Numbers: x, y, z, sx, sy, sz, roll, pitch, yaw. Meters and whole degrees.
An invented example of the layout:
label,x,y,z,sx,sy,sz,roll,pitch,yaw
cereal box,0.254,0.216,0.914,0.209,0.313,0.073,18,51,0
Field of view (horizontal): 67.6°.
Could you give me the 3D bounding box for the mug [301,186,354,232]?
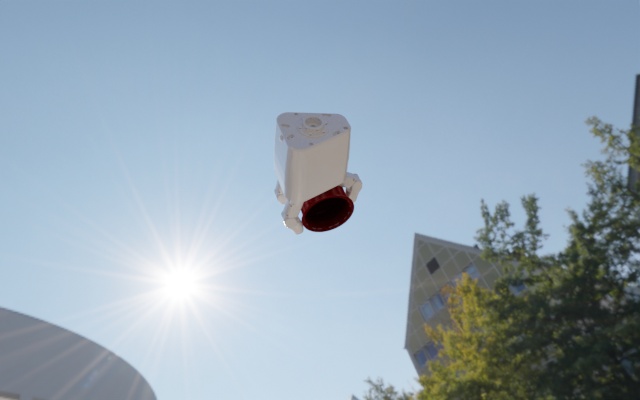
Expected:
label,x,y,z,sx,sy,sz,roll,pitch,yaw
mug,0.000,0.004,0.834,0.093,0.081,0.117,-9,-40,-16
